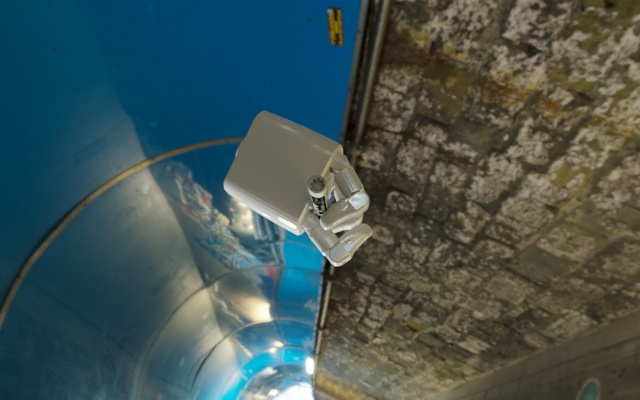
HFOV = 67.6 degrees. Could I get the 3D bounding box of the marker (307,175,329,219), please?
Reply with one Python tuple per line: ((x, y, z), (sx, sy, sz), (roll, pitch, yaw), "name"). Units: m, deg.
((0.000, 0.002, 0.518), (0.020, 0.020, 0.121), (0, -17, 4), "marker")
